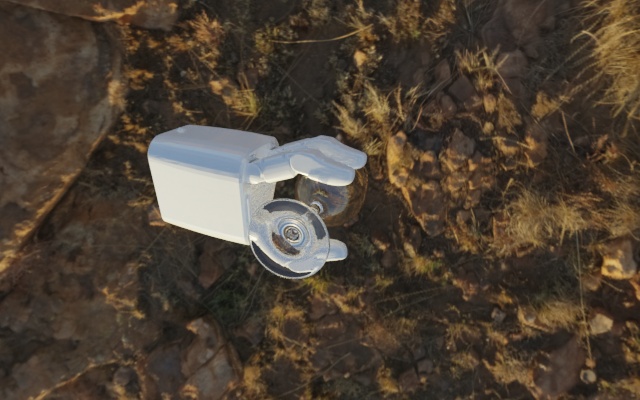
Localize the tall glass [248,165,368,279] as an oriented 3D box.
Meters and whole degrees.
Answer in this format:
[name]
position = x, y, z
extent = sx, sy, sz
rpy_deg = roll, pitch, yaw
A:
[tall glass]
position = 0.000, 0.002, 0.495
extent = 0.079, 0.079, 0.201
rpy_deg = 0, 19, 18
